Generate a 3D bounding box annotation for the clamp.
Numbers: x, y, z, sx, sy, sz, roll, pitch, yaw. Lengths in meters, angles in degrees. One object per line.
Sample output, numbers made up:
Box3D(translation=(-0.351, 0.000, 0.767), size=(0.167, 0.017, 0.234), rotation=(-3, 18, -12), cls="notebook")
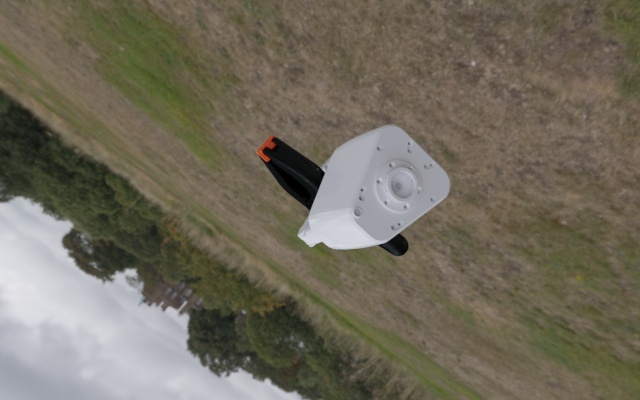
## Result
Box3D(translation=(-0.001, 0.002, 0.620), size=(0.210, 0.036, 0.164), rotation=(42, -20, -11), cls="clamp")
